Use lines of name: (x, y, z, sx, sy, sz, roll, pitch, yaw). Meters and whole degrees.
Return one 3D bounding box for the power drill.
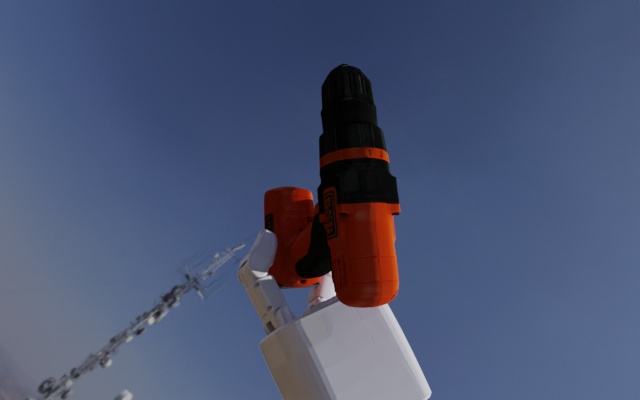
power drill: (0.000, 0.002, 0.416, 0.057, 0.184, 0.188, 2, -14, -21)
